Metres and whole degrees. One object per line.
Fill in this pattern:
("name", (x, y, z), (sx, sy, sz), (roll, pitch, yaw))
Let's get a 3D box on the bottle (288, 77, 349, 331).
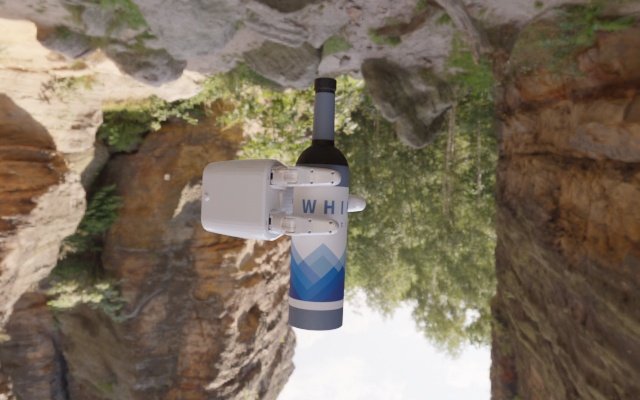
("bottle", (0.000, 0.002, 0.576), (0.069, 0.295, 0.069), (2, 0, 0))
